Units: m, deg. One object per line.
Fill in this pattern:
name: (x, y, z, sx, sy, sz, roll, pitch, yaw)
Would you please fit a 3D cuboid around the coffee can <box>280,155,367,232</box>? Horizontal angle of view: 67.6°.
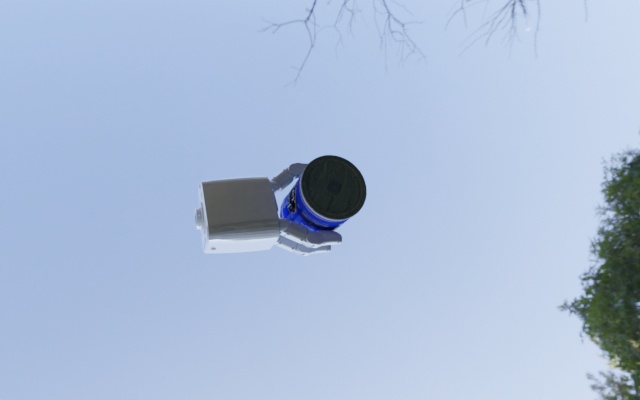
coffee can: (0.000, 0.002, 0.762, 0.103, 0.102, 0.140, 0, -19, -18)
